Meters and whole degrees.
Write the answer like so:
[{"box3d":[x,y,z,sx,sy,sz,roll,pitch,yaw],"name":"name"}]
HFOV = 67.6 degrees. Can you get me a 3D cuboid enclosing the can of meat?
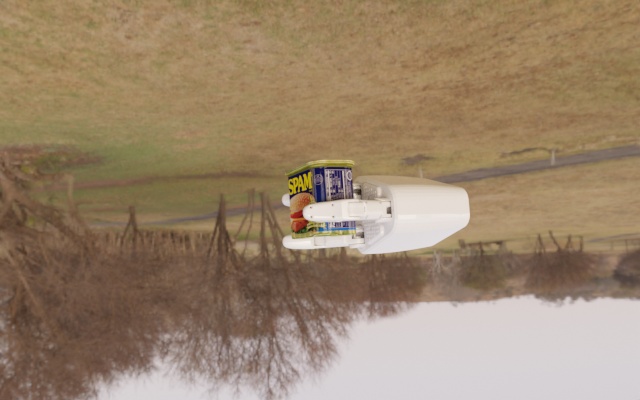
[{"box3d":[0.000,0.002,0.567,0.057,0.084,0.102,-1,-6,-26],"name":"can of meat"}]
